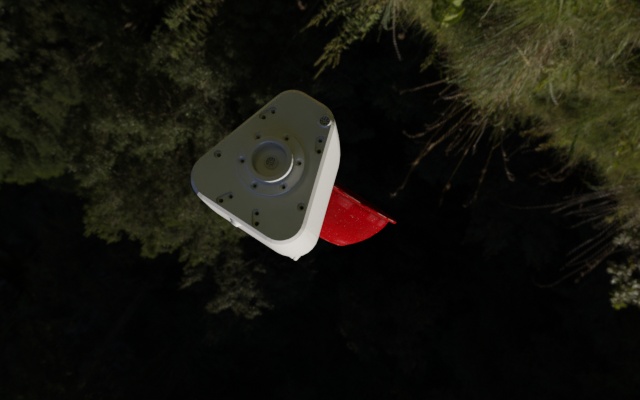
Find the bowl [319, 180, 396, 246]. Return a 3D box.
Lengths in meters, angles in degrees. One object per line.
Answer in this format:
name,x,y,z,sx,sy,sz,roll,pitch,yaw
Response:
bowl,0.000,0.002,0.522,0.162,0.055,0.162,31,5,-3
